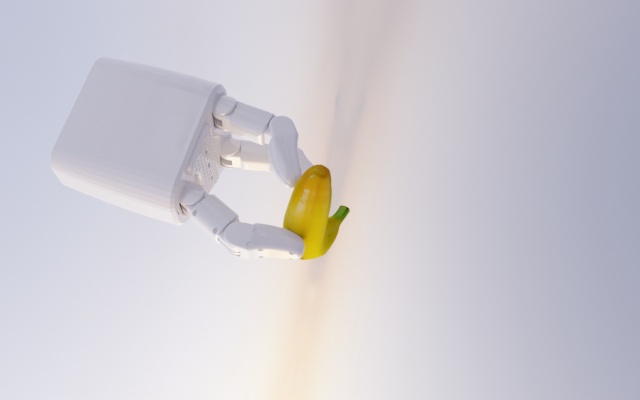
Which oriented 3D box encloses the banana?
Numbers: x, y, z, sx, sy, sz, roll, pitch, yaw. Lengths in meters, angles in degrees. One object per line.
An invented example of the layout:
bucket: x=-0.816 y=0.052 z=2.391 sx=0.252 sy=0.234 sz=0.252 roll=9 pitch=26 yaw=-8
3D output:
banana: x=-0.007 y=0.019 z=0.417 sx=0.037 sy=0.069 sz=0.198 roll=22 pitch=-6 yaw=9
